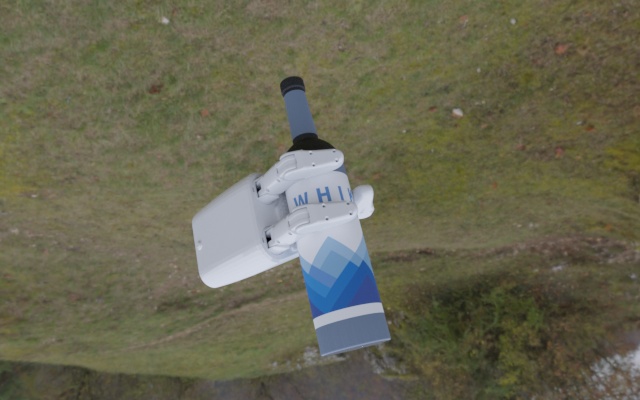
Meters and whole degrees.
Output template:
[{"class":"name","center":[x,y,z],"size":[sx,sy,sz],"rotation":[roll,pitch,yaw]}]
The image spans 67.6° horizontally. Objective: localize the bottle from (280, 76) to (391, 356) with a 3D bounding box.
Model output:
[{"class":"bottle","center":[0.000,0.002,0.490],"size":[0.069,0.295,0.069],"rotation":[-12,-20,-4]}]
